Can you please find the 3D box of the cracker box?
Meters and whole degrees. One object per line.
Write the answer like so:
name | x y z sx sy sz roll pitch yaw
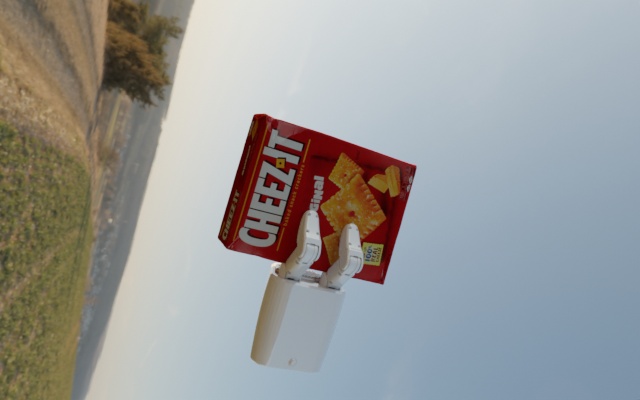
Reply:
cracker box | 0.000 0.002 0.600 0.214 0.164 0.072 16 2 -22
